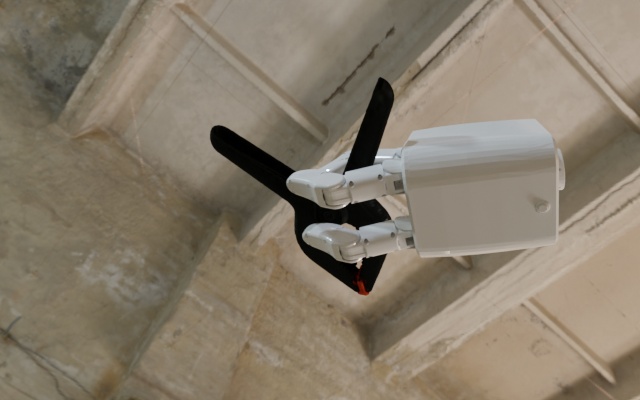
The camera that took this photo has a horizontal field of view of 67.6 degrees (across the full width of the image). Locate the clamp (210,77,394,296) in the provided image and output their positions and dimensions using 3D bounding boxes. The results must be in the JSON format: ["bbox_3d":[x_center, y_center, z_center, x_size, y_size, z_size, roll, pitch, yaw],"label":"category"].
[{"bbox_3d":[0.001,0.001,0.437,0.164,0.210,0.036,-5,32,19],"label":"clamp"}]
